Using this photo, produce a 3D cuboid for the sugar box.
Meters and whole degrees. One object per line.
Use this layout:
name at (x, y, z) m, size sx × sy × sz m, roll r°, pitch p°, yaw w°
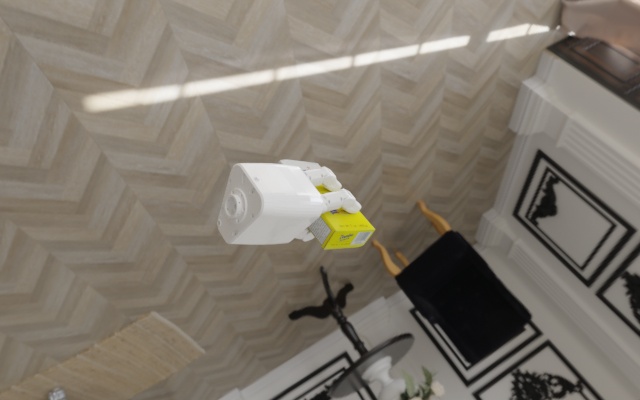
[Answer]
sugar box at (0.000, 0.002, 0.772) m, size 0.093 × 0.048 × 0.176 m, roll 2°, pitch 41°, yaw -45°
